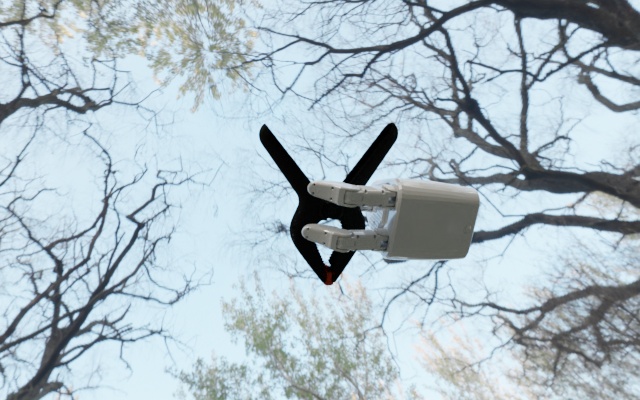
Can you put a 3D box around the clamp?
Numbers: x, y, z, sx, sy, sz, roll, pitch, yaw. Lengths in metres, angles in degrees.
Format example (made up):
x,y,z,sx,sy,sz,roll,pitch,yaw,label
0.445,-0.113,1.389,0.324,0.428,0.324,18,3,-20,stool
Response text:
x,y,z,sx,sy,sz,roll,pitch,yaw,label
0.000,0.002,0.581,0.164,0.210,0.036,5,16,-12,clamp
